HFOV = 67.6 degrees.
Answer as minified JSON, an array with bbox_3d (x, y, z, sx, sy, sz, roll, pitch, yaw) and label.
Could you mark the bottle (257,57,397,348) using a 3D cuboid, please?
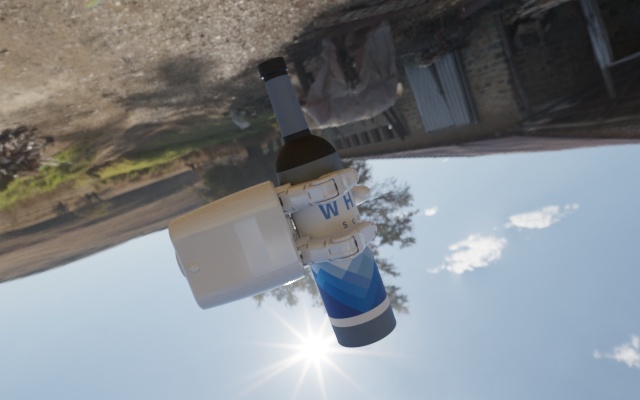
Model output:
[{"bbox_3d":[0.000,0.002,0.486,0.069,0.296,0.069,-19,8,3],"label":"bottle"}]
